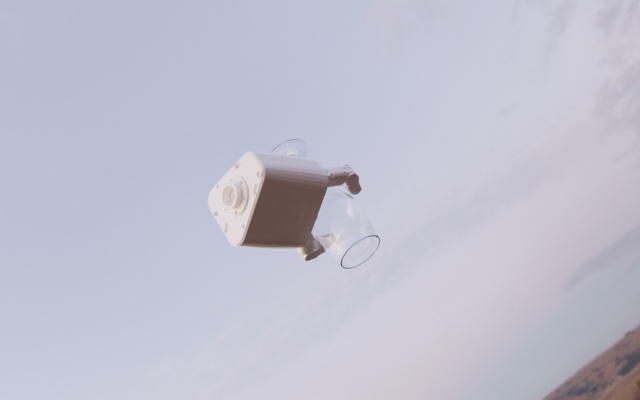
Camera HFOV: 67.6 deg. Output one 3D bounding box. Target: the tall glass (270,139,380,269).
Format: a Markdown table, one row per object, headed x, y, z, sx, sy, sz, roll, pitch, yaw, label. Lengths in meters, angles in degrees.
| x | y | z | sx | sy | sz | roll | pitch | yaw | label |
| --- | --- | --- | --- | --- | --- | --- | --- | --- | --- |
| 0.000 | 0.002 | 0.670 | 0.079 | 0.079 | 0.201 | 0 | 41 | -44 | tall glass |
